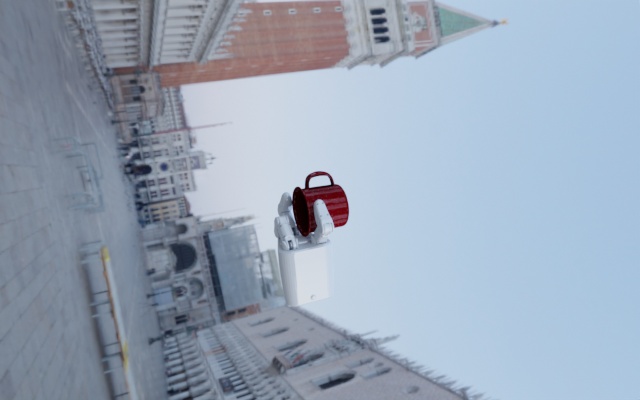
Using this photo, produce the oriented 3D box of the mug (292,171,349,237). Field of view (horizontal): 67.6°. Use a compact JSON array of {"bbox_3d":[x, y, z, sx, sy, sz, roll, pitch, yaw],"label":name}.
[{"bbox_3d":[0.000,0.001,0.875,0.081,0.117,0.093,-10,17,-20],"label":"mug"}]
